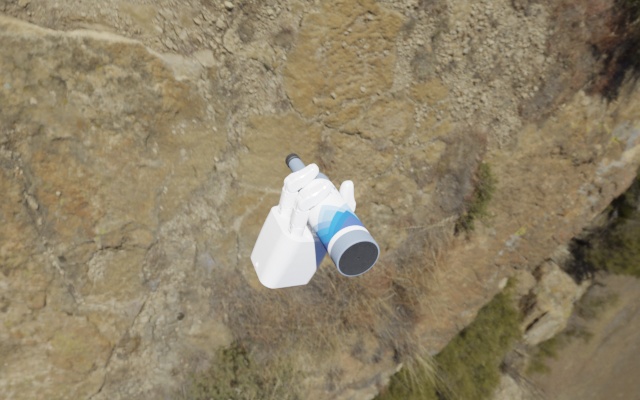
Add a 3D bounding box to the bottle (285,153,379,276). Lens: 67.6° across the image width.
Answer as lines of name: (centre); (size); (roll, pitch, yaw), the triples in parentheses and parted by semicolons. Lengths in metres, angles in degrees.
bottle: (0.000, 0.003, 0.782); (0.069, 0.069, 0.295); (0, 33, -26)
